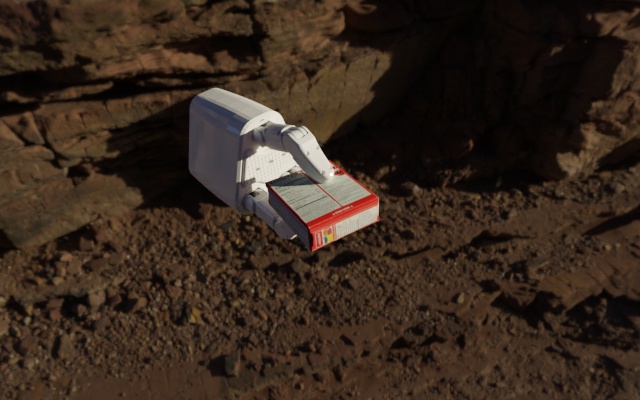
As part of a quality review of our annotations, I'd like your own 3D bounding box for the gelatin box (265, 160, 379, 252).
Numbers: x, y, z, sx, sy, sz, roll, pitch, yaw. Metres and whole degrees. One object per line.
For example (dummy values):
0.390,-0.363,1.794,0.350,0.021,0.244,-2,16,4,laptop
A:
0.000,0.001,0.447,0.073,0.030,0.089,-23,38,-22,gelatin box
